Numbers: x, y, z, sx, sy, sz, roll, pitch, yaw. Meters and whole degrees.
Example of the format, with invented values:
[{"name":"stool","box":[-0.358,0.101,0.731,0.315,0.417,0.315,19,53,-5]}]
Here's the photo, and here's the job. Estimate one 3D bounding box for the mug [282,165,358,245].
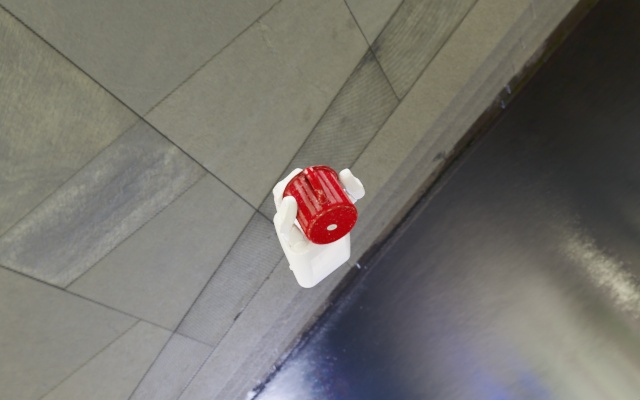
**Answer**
[{"name":"mug","box":[0.000,0.001,0.684,0.093,0.081,0.117,-24,-39,-10]}]
